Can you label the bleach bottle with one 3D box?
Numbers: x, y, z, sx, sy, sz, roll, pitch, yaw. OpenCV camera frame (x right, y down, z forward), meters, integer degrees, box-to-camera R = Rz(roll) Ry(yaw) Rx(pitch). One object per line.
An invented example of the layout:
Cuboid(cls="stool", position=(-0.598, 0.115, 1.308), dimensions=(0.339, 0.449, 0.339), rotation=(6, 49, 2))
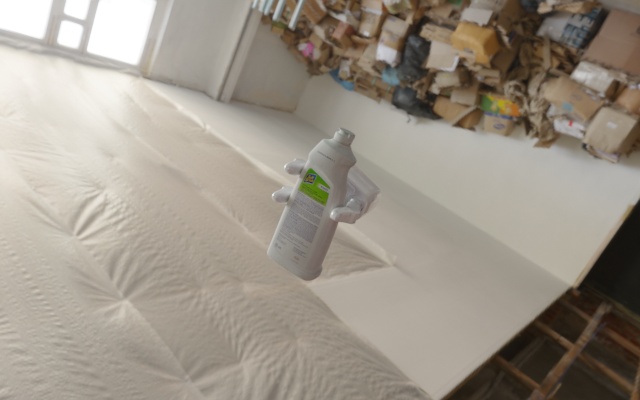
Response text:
Cuboid(cls="bleach bottle", position=(0.000, 0.003, 0.794), dimensions=(0.102, 0.251, 0.068), rotation=(30, 19, 17))
